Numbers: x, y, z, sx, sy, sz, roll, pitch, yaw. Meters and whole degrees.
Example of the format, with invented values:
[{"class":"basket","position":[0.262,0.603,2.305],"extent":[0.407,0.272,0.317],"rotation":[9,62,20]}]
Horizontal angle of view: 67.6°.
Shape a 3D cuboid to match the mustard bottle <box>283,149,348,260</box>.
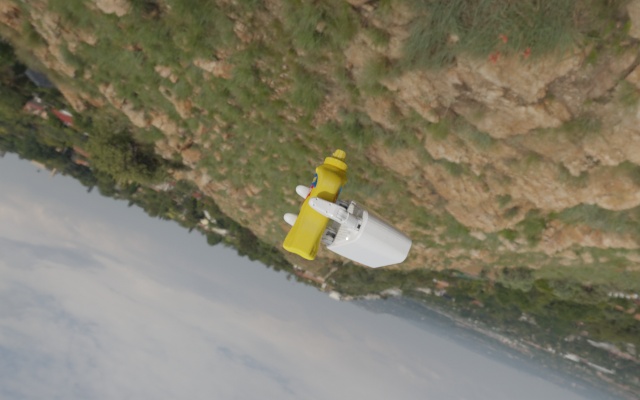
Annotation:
[{"class":"mustard bottle","position":[0.000,0.003,0.806],"extent":[0.058,0.191,0.096],"rotation":[24,-9,1]}]
